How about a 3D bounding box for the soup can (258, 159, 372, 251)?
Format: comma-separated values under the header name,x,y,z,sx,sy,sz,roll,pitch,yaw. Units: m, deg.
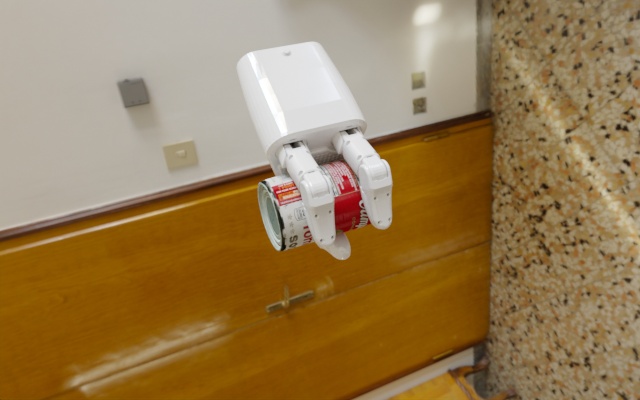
name,x,y,z,sx,sy,sz,roll,pitch,yaw
soup can,0.000,0.002,0.444,0.102,0.068,0.068,-16,5,-18
